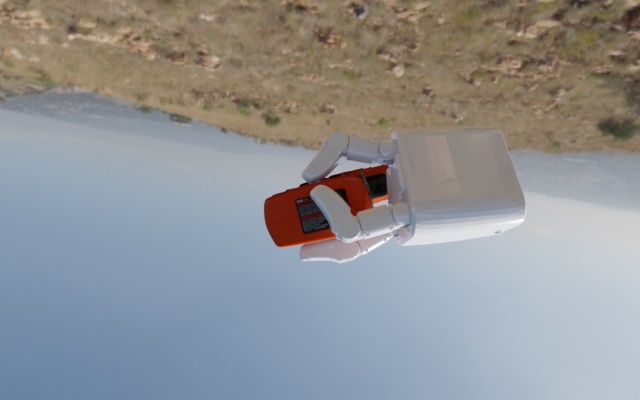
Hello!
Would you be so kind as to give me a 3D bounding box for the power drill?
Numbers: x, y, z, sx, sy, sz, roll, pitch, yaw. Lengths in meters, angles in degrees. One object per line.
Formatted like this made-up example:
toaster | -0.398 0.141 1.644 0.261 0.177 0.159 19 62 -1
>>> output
power drill | 0.000 0.002 0.545 0.184 0.057 0.187 -16 6 14
